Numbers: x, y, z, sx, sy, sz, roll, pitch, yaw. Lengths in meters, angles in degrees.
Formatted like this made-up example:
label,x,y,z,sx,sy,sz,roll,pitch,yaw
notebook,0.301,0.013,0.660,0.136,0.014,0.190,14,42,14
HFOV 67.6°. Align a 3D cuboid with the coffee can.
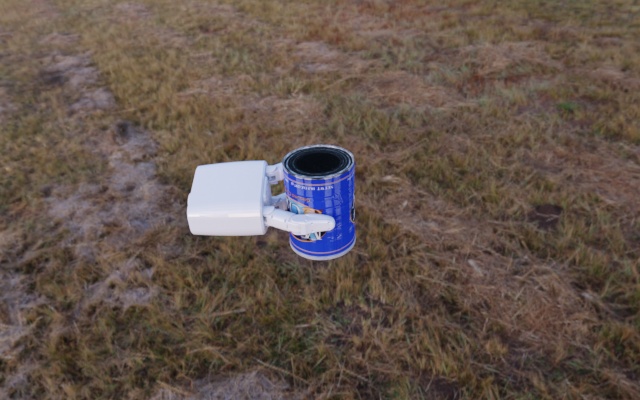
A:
label,x,y,z,sx,sy,sz,roll,pitch,yaw
coffee can,0.000,0.002,0.707,0.103,0.140,0.102,-2,32,1
